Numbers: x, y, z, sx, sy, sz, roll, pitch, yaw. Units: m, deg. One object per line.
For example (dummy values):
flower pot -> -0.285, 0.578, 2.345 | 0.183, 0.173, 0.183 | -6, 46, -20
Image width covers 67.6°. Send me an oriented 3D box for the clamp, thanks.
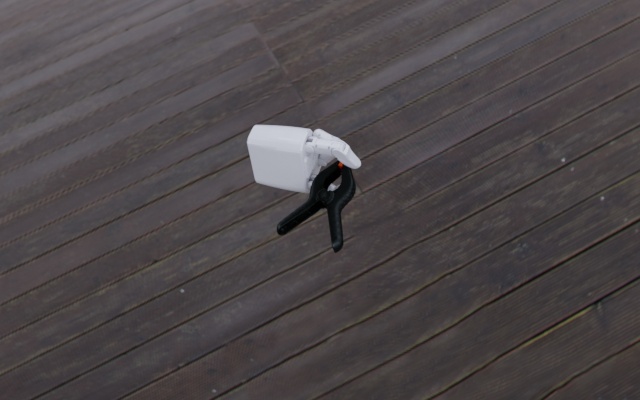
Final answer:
clamp -> 0.000, 0.002, 0.801 | 0.120, 0.171, 0.039 | 10, -30, 18
